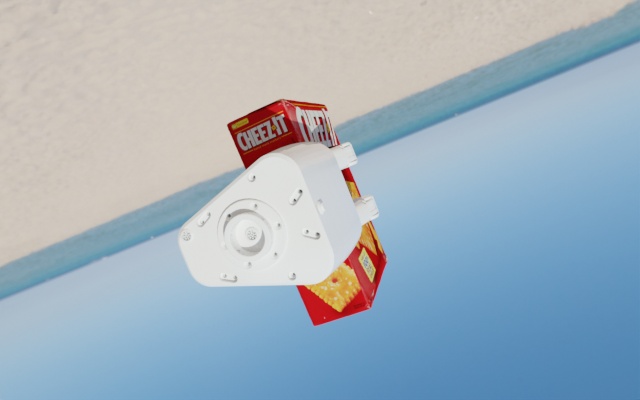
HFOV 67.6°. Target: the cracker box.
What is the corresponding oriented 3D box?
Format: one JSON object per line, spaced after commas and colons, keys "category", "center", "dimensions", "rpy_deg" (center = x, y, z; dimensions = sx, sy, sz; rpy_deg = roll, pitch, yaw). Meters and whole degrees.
{"category": "cracker box", "center": [0.000, 0.002, 0.522], "dimensions": [0.072, 0.214, 0.164], "rpy_deg": [-21, 4, 16]}
